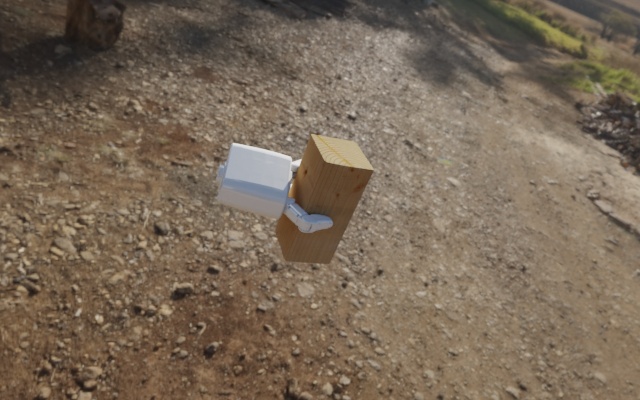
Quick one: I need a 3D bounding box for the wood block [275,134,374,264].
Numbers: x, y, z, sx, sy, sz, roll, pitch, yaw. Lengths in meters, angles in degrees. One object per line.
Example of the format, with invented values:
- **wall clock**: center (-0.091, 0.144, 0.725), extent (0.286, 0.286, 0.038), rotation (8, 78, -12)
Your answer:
- **wood block**: center (0.000, 0.003, 0.824), extent (0.090, 0.206, 0.090), rotation (7, 34, -25)
